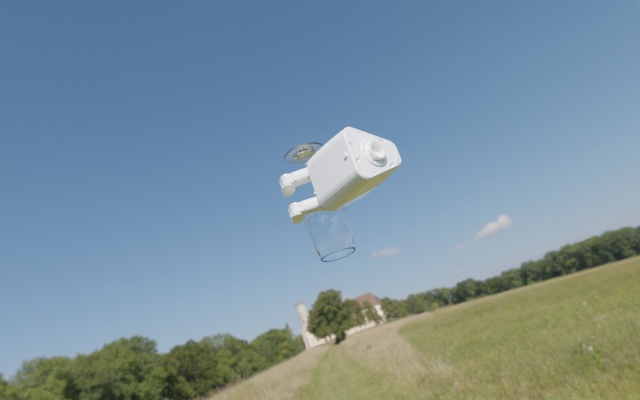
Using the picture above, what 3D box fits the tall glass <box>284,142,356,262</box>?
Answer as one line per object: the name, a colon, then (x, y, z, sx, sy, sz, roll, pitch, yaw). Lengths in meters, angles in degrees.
tall glass: (0.000, 0.002, 0.831, 0.079, 0.201, 0.079, -16, -19, -6)
